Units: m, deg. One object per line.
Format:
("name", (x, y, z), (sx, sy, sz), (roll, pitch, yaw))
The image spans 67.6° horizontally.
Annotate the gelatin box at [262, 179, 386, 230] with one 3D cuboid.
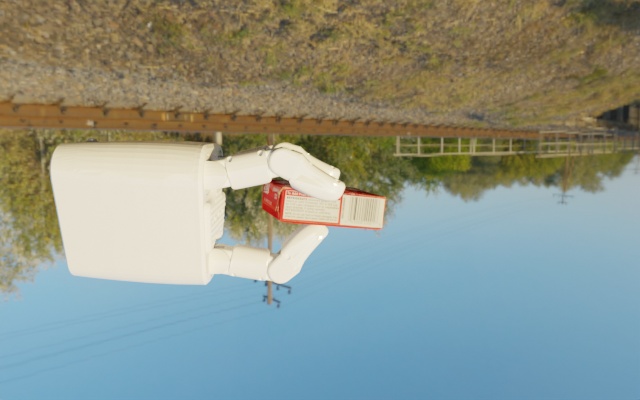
("gelatin box", (0.000, 0.002, 0.403), (0.089, 0.030, 0.073), (6, 6, -17))
